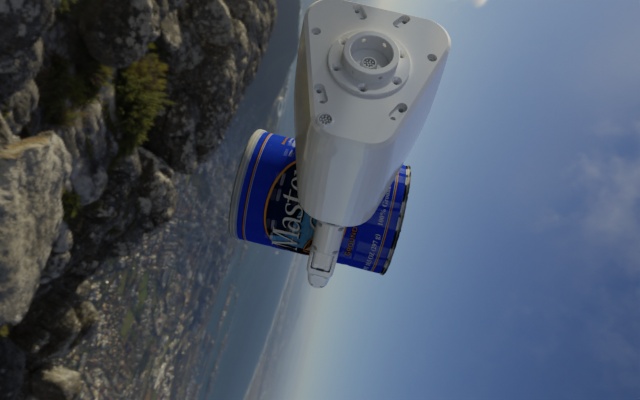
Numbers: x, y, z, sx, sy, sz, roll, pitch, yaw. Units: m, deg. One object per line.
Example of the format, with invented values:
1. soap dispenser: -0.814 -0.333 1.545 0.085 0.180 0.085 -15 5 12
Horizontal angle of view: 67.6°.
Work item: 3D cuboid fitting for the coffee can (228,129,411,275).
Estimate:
1. coffee can: 0.000 0.002 0.434 0.140 0.103 0.103 14 0 2
